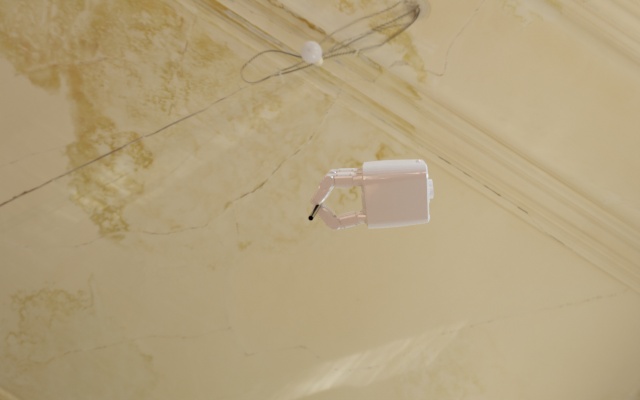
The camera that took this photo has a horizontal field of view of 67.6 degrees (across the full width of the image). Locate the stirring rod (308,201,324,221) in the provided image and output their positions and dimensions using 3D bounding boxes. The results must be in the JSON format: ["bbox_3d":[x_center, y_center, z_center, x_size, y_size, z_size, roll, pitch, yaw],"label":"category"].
[{"bbox_3d":[0.000,0.003,0.836,0.011,0.011,0.239,0,11,7],"label":"stirring rod"}]
